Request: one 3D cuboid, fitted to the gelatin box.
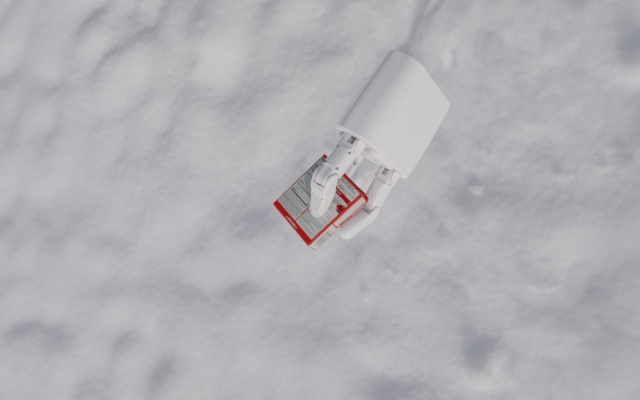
[{"bbox_3d":[0.000,0.002,0.563,0.073,0.089,0.030,47,2,25],"label":"gelatin box"}]
